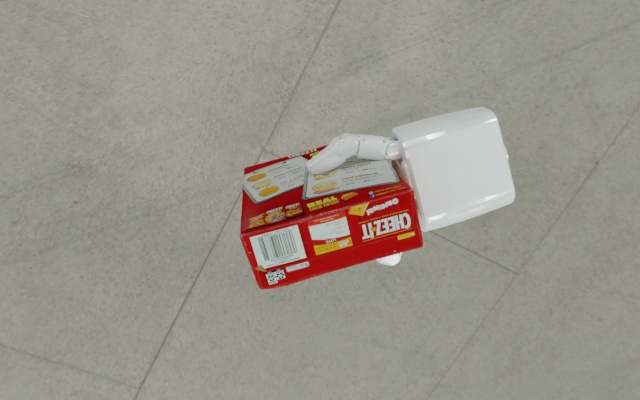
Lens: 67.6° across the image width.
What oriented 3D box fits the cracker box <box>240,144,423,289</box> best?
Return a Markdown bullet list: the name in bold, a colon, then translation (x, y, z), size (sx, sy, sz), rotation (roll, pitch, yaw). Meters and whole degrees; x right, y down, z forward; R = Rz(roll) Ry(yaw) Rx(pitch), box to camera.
- **cracker box**: translation (0.000, 0.002, 0.534), size (0.164, 0.072, 0.213), rotation (-16, 22, -2)
